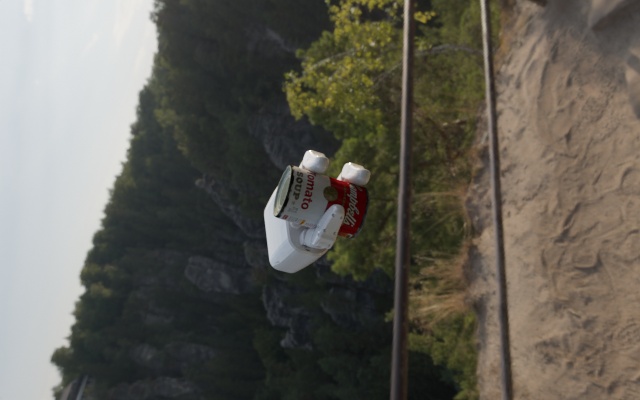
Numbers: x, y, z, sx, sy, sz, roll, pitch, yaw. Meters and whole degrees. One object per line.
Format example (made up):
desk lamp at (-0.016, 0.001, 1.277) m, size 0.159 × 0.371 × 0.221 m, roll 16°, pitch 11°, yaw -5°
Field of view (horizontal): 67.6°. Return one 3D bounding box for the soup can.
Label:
soup can at (0.000, 0.002, 0.589) m, size 0.102 × 0.068 × 0.068 m, roll 16°, pitch -5°, yaw -16°
